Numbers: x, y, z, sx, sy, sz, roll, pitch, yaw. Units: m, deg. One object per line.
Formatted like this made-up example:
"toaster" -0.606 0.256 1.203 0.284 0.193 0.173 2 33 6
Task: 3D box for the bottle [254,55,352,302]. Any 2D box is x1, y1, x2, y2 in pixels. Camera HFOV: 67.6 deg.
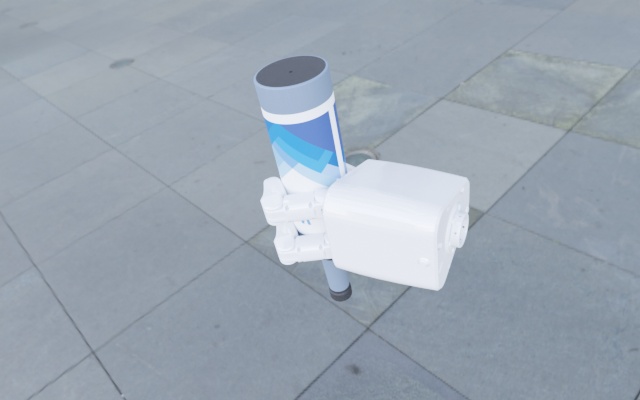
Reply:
"bottle" 0.000 0.001 0.502 0.069 0.296 0.069 -8 38 6
